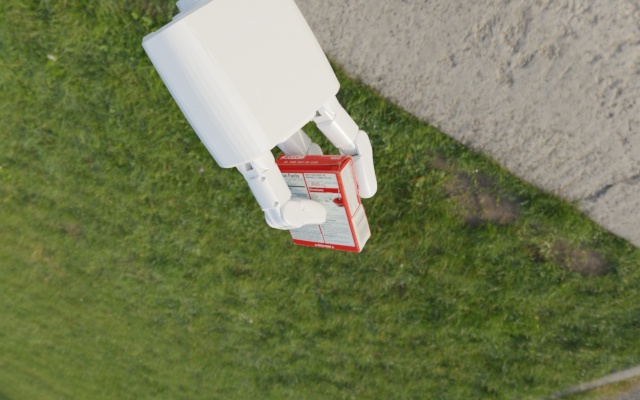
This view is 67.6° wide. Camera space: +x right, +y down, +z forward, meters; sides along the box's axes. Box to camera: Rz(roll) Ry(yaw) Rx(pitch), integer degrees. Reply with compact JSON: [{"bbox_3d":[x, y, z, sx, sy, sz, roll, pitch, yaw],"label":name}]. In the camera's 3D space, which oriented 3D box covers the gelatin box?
[{"bbox_3d":[0.000,0.002,0.433,0.073,0.089,0.030,4,36,31],"label":"gelatin box"}]
